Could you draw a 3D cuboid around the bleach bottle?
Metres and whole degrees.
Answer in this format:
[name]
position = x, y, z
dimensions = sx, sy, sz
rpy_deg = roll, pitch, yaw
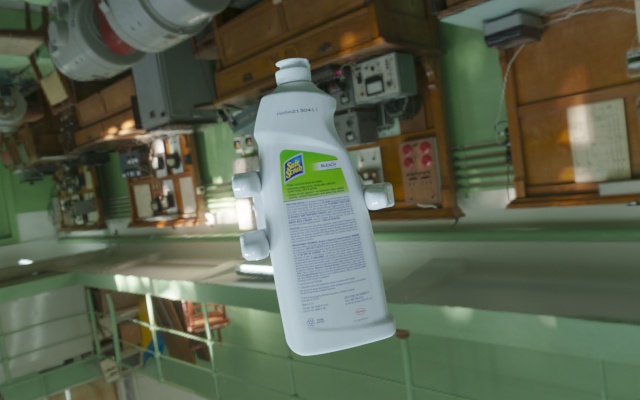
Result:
[bleach bottle]
position = 0.000, 0.001, 0.427
dimensions = 0.102, 0.251, 0.068
rpy_deg = -9, 3, -16
